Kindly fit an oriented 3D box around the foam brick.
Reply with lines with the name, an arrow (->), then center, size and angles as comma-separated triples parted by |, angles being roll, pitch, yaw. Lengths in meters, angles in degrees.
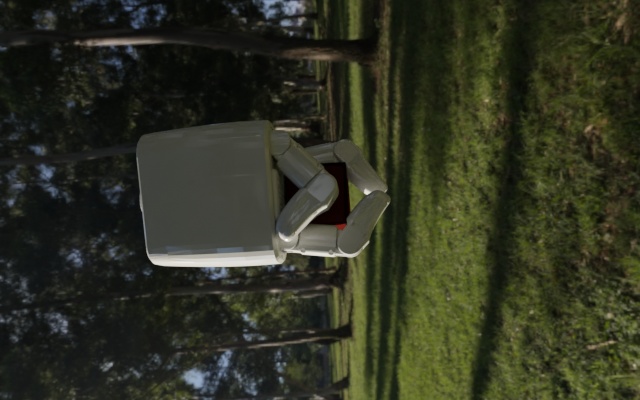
foam brick -> 0.000, 0.002, 0.425 | 0.051, 0.053, 0.078 | -4, -12, 5
